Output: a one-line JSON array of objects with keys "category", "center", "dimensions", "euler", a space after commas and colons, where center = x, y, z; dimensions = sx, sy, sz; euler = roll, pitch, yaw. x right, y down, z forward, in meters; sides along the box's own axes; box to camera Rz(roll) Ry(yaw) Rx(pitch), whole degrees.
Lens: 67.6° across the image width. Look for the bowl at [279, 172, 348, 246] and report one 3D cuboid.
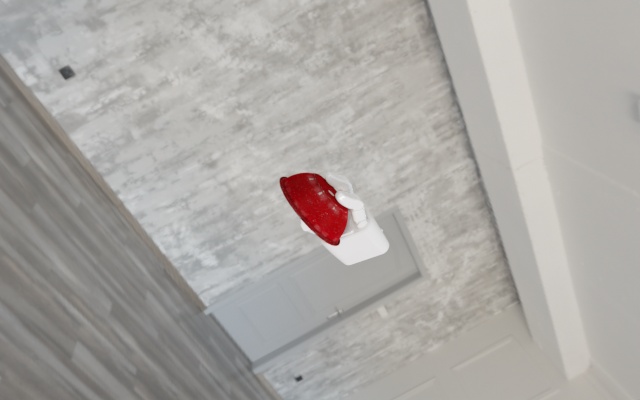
[{"category": "bowl", "center": [0.000, 0.002, 0.858], "dimensions": [0.055, 0.162, 0.162], "euler": [-41, -11, 13]}]
